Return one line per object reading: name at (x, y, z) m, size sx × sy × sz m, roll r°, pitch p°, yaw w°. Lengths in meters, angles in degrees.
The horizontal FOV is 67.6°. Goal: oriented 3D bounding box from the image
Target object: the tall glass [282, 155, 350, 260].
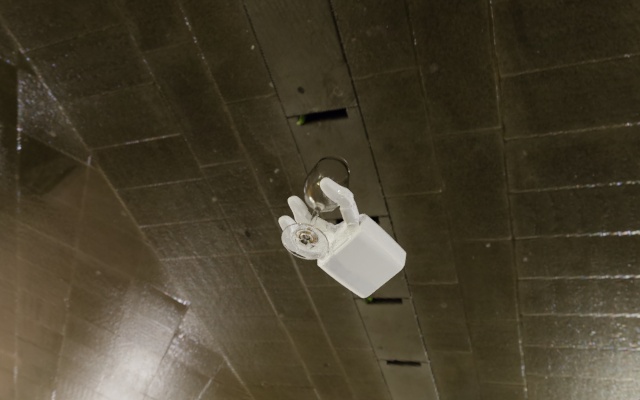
tall glass at (0.000, 0.003, 0.797) m, size 0.079 × 0.079 × 0.201 m, roll 0°, pitch 38°, yaw 17°
